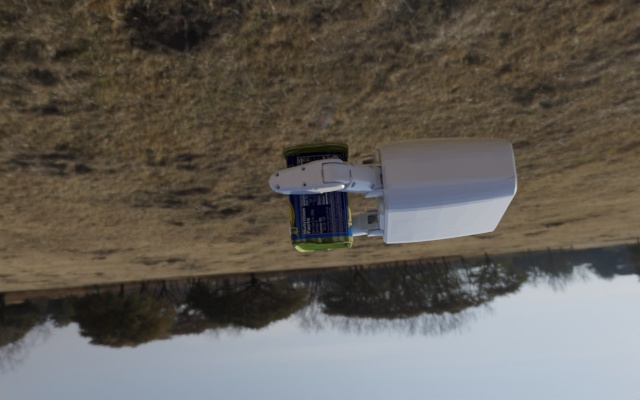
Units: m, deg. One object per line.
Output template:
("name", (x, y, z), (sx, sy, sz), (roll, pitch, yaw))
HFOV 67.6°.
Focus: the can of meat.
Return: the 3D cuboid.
("can of meat", (0.000, 0.002, 0.432), (0.057, 0.084, 0.102), (-5, -9, 2))
